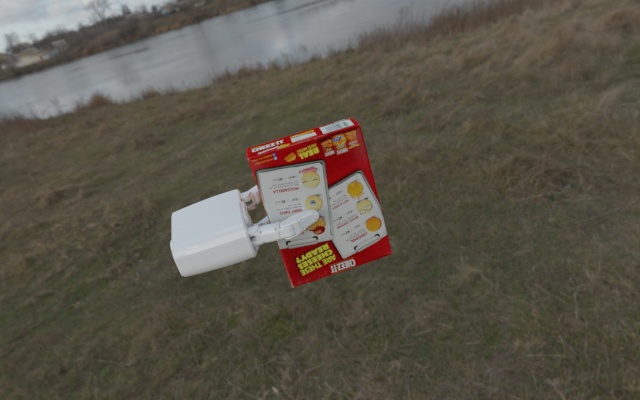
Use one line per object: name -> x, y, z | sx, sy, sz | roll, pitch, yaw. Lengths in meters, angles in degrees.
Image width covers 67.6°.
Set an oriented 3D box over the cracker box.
cracker box -> 0.000, 0.002, 0.713 | 0.164, 0.214, 0.072 | -18, 23, -3
